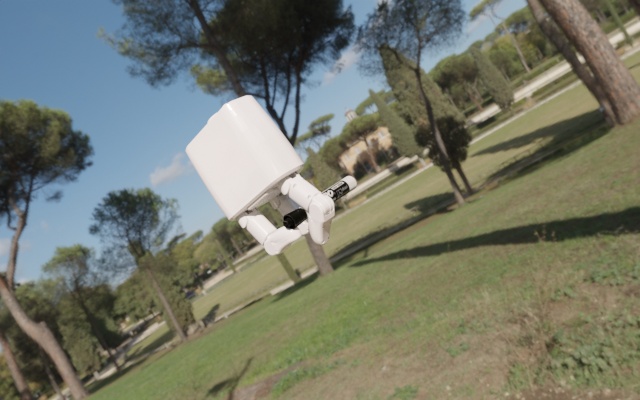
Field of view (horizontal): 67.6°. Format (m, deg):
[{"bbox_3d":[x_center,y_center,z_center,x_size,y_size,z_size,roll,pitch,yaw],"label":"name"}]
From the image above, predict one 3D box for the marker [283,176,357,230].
[{"bbox_3d":[0.000,0.002,0.560,0.020,0.020,0.121,0,24,44],"label":"marker"}]
